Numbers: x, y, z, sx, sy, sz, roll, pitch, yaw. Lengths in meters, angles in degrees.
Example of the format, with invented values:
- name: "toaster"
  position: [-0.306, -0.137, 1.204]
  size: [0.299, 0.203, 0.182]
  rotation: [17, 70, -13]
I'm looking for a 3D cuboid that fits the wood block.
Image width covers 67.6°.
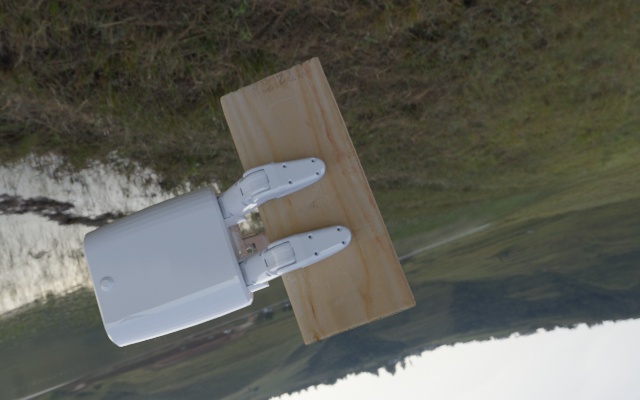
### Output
- name: "wood block"
  position: [0.000, 0.002, 0.406]
  size: [0.090, 0.206, 0.091]
  rotation: [-21, -10, 5]
